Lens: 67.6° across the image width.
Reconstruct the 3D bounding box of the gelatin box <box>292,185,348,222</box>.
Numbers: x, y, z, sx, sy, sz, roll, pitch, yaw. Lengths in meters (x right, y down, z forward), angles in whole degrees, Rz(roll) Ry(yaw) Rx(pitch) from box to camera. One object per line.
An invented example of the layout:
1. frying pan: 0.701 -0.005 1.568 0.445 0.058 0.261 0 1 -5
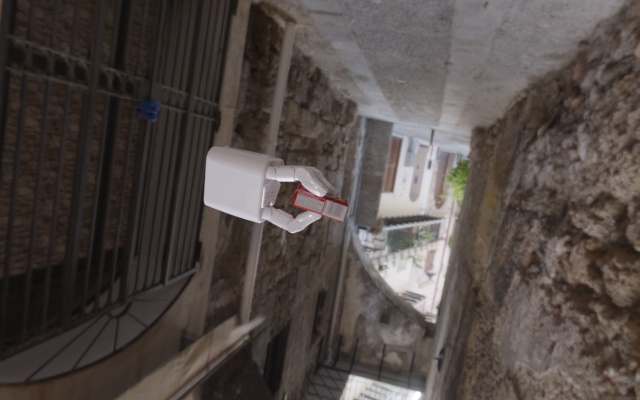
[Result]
1. gelatin box: 0.000 0.003 0.790 0.089 0.030 0.073 19 7 -2
